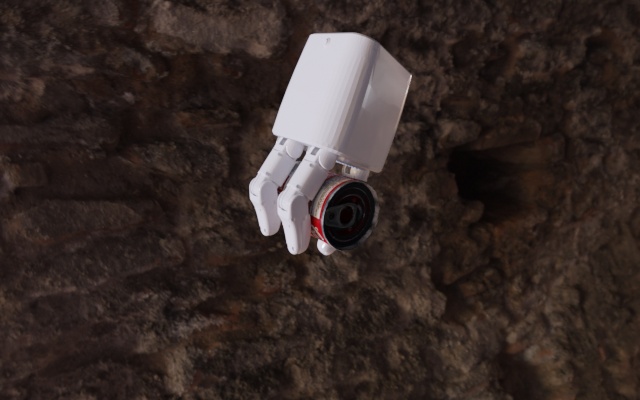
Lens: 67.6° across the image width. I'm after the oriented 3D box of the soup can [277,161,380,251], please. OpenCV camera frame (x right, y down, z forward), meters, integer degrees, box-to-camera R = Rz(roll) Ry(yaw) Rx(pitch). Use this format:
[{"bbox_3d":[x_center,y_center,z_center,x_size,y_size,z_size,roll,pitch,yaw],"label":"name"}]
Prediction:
[{"bbox_3d":[0.000,0.002,0.478,0.068,0.068,0.102,0,15,-37],"label":"soup can"}]
